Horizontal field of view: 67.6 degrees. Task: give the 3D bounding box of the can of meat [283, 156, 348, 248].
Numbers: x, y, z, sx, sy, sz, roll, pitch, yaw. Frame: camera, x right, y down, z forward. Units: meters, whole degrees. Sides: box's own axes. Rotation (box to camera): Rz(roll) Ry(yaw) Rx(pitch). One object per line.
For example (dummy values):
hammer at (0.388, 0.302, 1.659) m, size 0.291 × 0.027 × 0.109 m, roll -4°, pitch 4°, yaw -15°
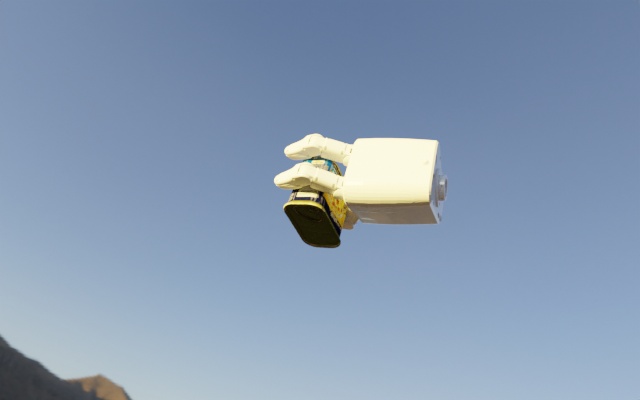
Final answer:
can of meat at (0.000, 0.002, 0.648) m, size 0.057 × 0.084 × 0.102 m, roll 0°, pitch -37°, yaw 24°
